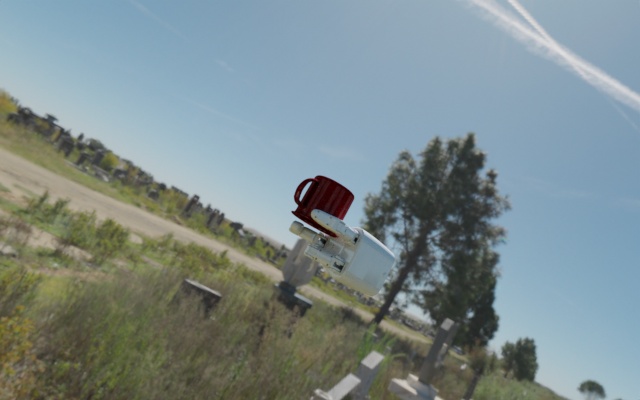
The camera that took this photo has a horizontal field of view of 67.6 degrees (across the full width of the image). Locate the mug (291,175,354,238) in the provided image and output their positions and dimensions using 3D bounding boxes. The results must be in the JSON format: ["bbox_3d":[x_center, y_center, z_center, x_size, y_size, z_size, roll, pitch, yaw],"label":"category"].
[{"bbox_3d":[-0.001,0.002,0.839,0.117,0.081,0.093,36,-11,-38],"label":"mug"}]
